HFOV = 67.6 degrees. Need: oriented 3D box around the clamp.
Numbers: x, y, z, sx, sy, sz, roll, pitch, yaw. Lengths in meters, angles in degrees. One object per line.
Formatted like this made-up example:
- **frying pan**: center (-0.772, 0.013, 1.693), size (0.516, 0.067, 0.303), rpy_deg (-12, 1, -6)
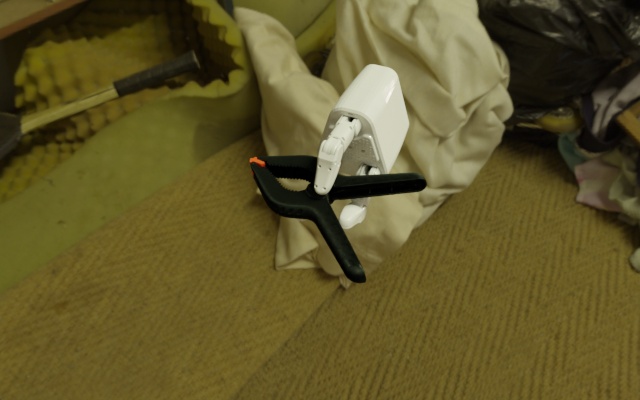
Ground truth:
- **clamp**: center (0.000, 0.001, 0.556), size (0.210, 0.164, 0.036), rpy_deg (18, -39, 18)
